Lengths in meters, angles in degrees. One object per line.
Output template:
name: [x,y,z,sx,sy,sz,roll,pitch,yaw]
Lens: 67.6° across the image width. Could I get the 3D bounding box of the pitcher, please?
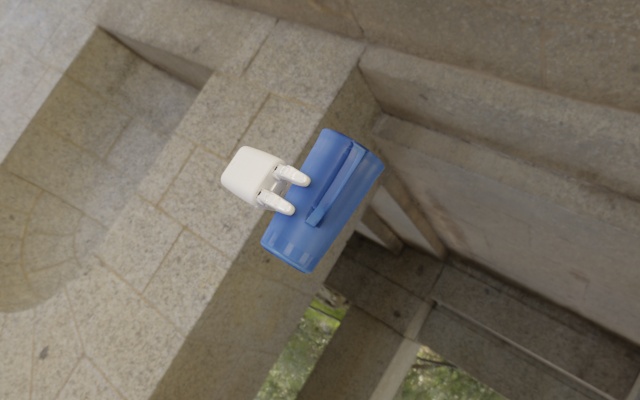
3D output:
pitcher: [0.000,0.003,0.845,0.145,0.243,0.149,27,-7,38]
